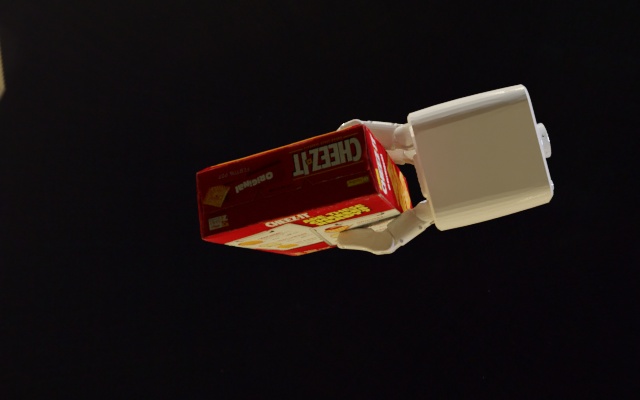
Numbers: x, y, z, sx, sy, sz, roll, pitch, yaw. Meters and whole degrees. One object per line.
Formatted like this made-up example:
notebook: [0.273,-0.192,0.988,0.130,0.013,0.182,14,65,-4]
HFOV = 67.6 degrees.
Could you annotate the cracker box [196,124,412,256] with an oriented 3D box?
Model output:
cracker box: [0.000,0.002,0.497,0.164,0.072,0.214,-15,-15,16]
